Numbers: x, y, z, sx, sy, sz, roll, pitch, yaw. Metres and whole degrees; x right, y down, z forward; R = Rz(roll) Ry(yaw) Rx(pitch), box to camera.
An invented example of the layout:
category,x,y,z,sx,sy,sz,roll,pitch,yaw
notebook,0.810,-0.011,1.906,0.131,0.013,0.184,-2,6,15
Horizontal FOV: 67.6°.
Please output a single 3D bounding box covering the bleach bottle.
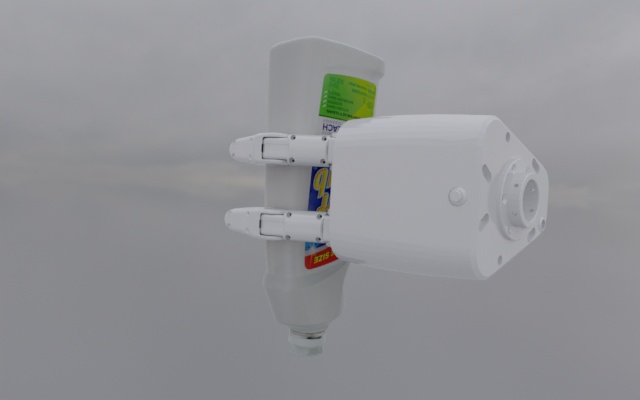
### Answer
category,x,y,z,sx,sy,sz,roll,pitch,yaw
bleach bottle,0.000,0.001,0.403,0.068,0.251,0.102,4,3,44
